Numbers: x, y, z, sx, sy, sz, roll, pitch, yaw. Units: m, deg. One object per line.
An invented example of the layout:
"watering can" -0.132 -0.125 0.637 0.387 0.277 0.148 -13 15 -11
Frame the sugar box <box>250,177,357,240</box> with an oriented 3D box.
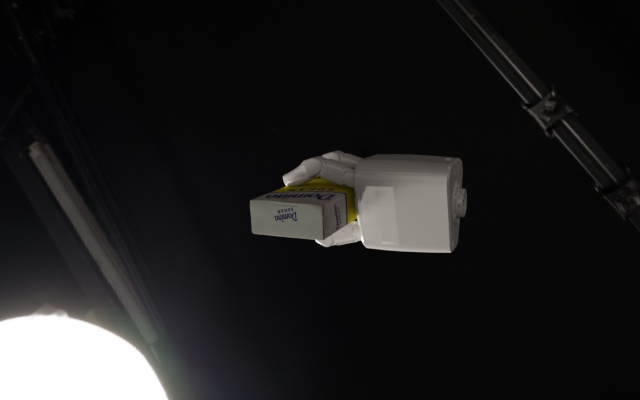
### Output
"sugar box" 0.000 0.001 0.587 0.093 0.048 0.176 4 11 25
